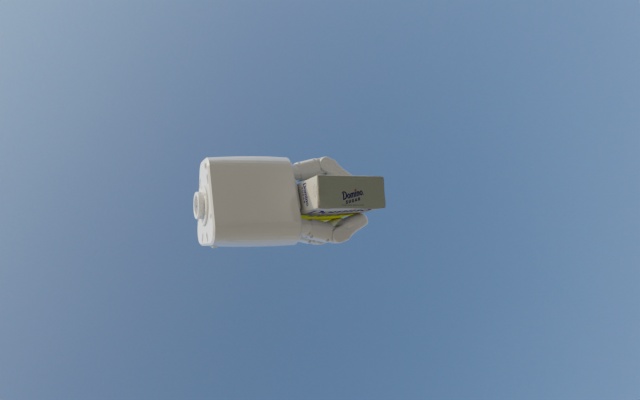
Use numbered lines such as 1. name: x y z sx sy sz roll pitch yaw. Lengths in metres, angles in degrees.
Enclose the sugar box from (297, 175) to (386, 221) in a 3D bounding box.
1. sugar box: 0.000 0.003 0.634 0.093 0.048 0.176 0 -5 -25
